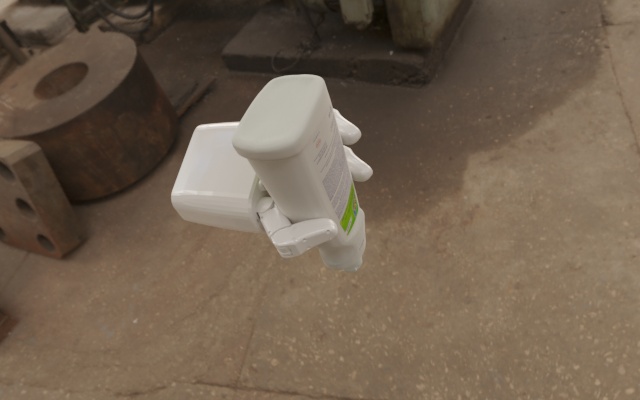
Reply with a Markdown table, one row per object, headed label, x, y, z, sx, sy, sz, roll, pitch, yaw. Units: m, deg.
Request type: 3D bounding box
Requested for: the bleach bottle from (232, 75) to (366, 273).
| label | x | y | z | sx | sy | sz | roll | pitch | yaw |
| --- | --- | --- | --- | --- | --- | --- | --- | --- | --- |
| bleach bottle | 0.000 | 0.002 | 0.491 | 0.068 | 0.102 | 0.251 | 4 | -39 | 25 |
